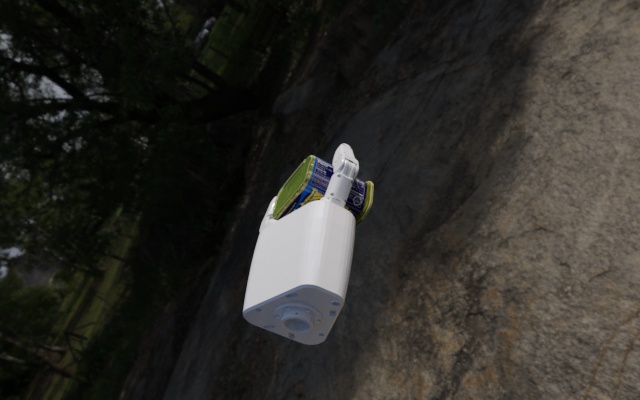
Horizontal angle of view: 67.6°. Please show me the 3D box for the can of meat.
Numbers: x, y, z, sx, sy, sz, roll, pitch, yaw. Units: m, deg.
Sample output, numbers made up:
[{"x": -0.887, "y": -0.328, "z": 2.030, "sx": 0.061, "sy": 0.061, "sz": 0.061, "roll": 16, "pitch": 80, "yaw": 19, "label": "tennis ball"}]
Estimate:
[{"x": 0.000, "y": 0.002, "z": 0.572, "sx": 0.084, "sy": 0.057, "sz": 0.102, "roll": 26, "pitch": -43, "yaw": -17, "label": "can of meat"}]
